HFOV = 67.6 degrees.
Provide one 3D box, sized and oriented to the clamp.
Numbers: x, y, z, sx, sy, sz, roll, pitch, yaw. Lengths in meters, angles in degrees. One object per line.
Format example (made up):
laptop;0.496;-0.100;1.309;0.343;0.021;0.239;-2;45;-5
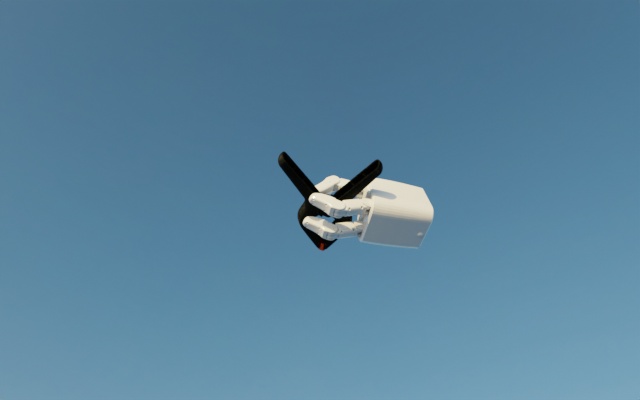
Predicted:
clamp;0.000;0.003;0.808;0.164;0.210;0.036;11;42;-4
